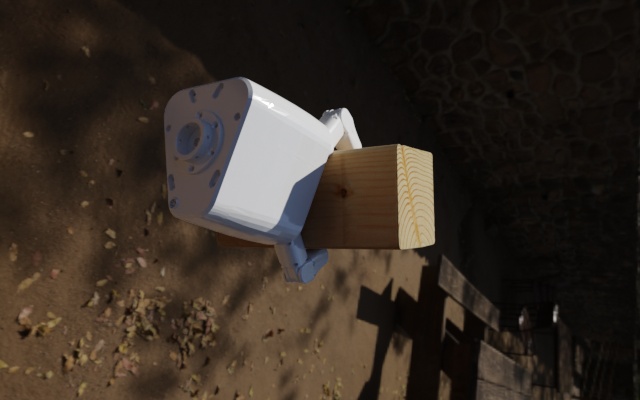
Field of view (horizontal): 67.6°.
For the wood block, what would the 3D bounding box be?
[{"bbox_3d":[0.000,0.002,0.483,0.206,0.091,0.090,-2,-2,32],"label":"wood block"}]
